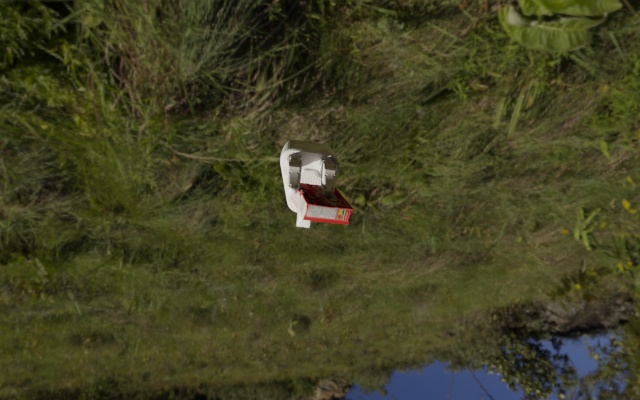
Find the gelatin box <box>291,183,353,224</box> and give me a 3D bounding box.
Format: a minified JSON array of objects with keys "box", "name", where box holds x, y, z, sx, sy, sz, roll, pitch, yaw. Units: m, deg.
[{"box":[0.000,0.003,0.730,0.073,0.030,0.089,7,21,-19],"name":"gelatin box"}]
